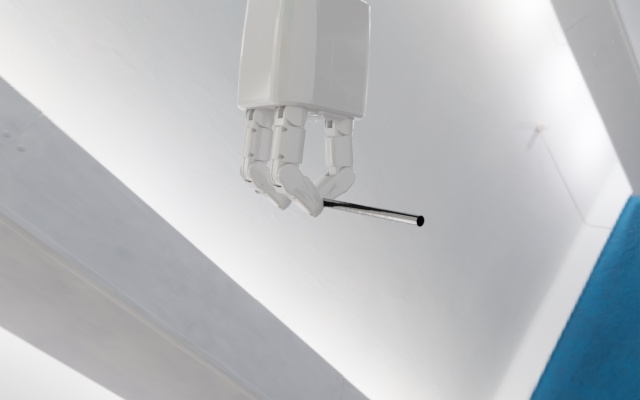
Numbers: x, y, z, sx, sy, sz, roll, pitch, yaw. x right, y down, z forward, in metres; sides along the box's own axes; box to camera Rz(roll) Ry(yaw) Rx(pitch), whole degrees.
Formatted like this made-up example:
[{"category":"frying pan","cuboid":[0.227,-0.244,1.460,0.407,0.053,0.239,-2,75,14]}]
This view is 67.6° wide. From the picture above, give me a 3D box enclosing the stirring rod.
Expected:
[{"category":"stirring rod","cuboid":[0.000,0.001,0.424,0.011,0.011,0.239,0,6,-35]}]
